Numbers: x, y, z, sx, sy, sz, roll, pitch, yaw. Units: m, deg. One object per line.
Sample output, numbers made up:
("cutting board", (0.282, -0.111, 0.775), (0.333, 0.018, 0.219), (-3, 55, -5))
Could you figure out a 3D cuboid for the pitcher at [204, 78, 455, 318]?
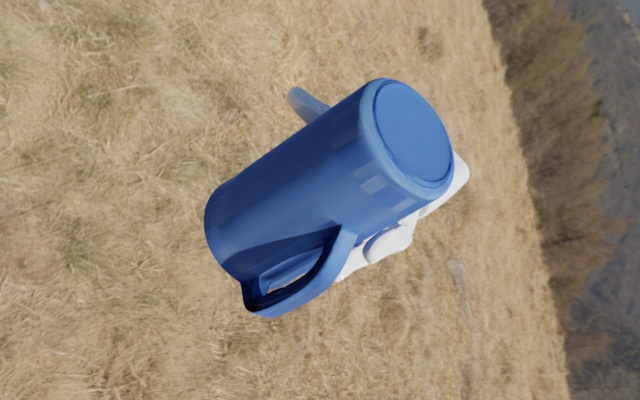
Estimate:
("pitcher", (0.000, 0.001, 0.450), (0.145, 0.149, 0.243), (-27, -3, -45))
